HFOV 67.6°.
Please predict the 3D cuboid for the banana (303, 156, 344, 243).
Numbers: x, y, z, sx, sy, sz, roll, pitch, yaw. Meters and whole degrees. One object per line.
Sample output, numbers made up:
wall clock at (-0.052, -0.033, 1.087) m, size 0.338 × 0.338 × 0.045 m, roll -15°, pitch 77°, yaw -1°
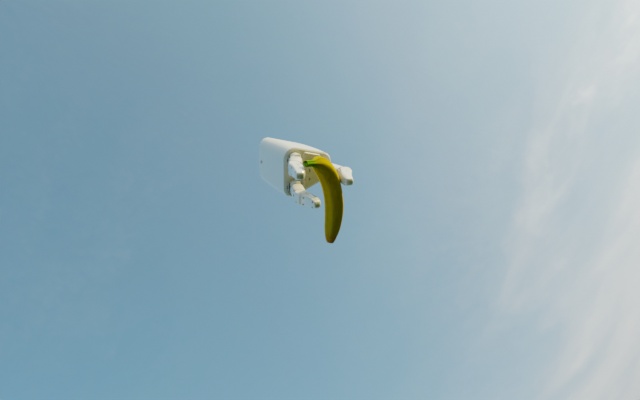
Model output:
banana at (0.013, -0.010, 0.894) m, size 0.069 × 0.198 × 0.037 m, roll -37°, pitch 39°, yaw -25°
